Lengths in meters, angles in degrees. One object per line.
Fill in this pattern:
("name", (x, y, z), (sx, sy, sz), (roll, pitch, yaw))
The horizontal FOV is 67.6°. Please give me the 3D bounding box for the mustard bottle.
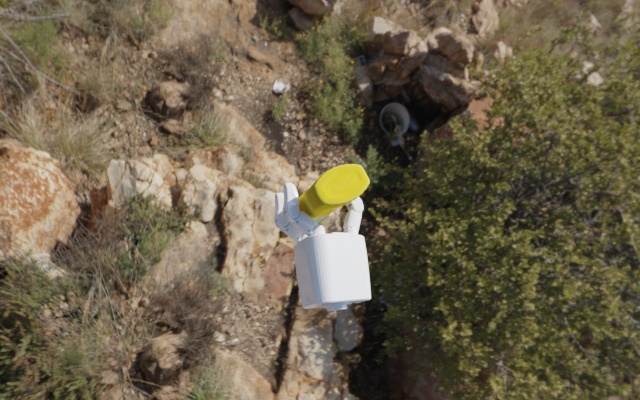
("mustard bottle", (0.000, 0.002, 0.792), (0.096, 0.058, 0.192), (-27, -6, -27))
